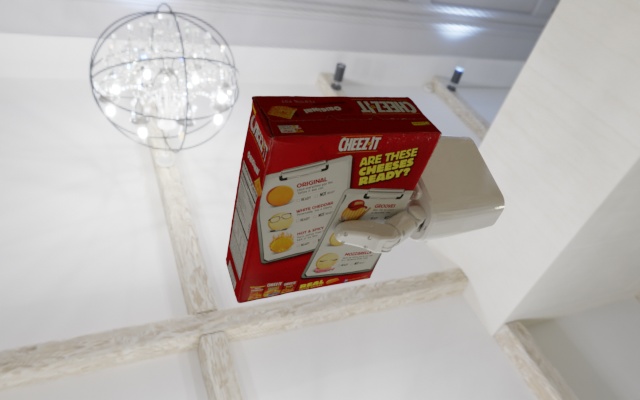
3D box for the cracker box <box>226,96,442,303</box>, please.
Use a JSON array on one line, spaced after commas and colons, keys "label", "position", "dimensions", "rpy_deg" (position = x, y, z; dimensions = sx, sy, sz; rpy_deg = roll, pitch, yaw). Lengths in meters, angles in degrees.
[{"label": "cracker box", "position": [0.000, 0.002, 0.480], "dimensions": [0.164, 0.214, 0.072], "rpy_deg": [-6, 45, -25]}]
